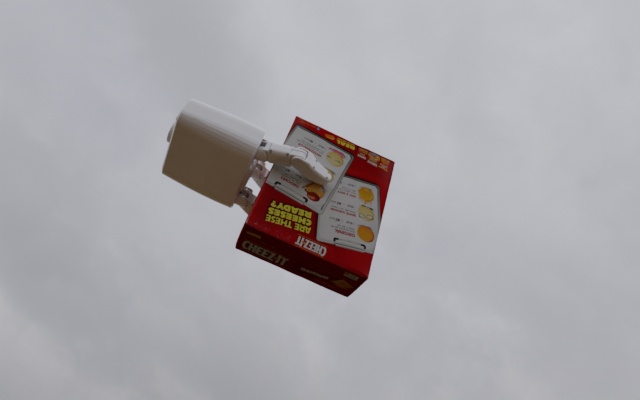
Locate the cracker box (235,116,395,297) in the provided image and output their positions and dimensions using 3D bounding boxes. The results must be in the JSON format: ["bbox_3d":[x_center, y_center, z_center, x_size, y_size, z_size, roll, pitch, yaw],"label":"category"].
[{"bbox_3d":[0.000,0.002,0.654,0.164,0.213,0.072,25,-41,-6],"label":"cracker box"}]
